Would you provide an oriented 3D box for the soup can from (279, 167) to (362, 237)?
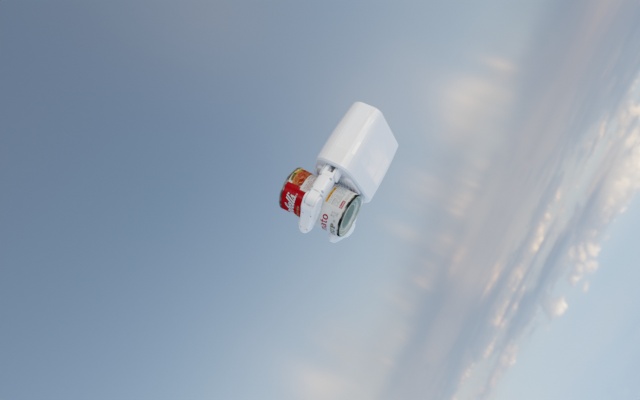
[{"bbox_3d":[0.000,0.003,0.694,0.102,0.068,0.068,26,9,19],"label":"soup can"}]
